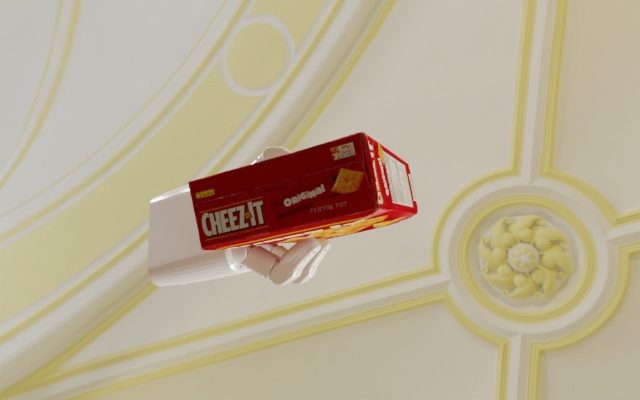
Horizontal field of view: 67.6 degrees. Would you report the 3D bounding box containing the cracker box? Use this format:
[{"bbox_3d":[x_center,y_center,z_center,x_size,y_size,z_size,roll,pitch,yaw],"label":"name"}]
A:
[{"bbox_3d":[0.000,0.001,0.485,0.164,0.072,0.214,-14,-7,18],"label":"cracker box"}]
